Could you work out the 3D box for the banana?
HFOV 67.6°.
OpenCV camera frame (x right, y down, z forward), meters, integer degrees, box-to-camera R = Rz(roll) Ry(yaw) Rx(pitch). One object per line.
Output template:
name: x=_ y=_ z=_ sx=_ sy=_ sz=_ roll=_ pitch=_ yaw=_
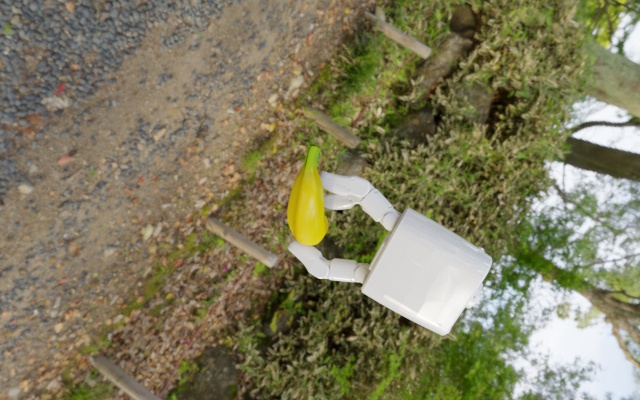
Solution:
banana: x=-0.009 y=0.016 z=0.529 sx=0.037 sy=0.069 sz=0.198 roll=26 pitch=-20 yaw=10
